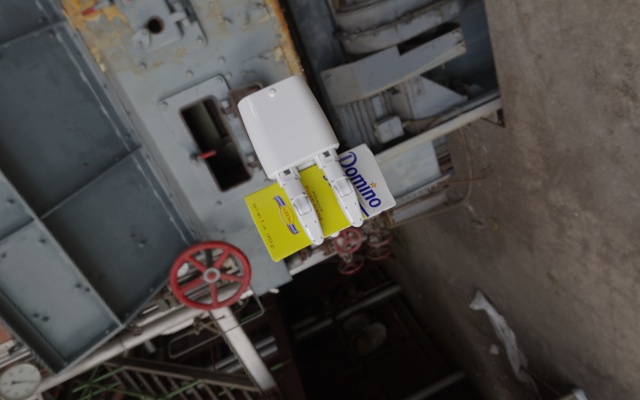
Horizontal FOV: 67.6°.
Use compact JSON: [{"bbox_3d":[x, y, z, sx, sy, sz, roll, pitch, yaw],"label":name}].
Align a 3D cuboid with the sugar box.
[{"bbox_3d":[0.000,0.002,0.626,0.176,0.093,0.048,-26,-5,-5],"label":"sugar box"}]
